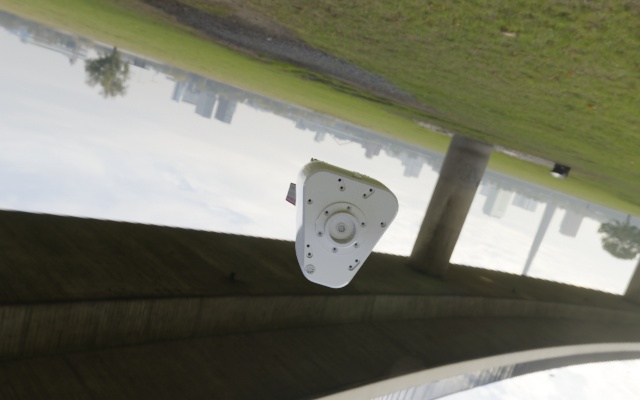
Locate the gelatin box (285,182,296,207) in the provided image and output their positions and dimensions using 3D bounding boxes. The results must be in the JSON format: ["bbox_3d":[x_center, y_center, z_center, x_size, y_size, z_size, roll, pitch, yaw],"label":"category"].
[{"bbox_3d":[0.000,0.002,0.629,0.073,0.030,0.089,17,2,-19],"label":"gelatin box"}]
